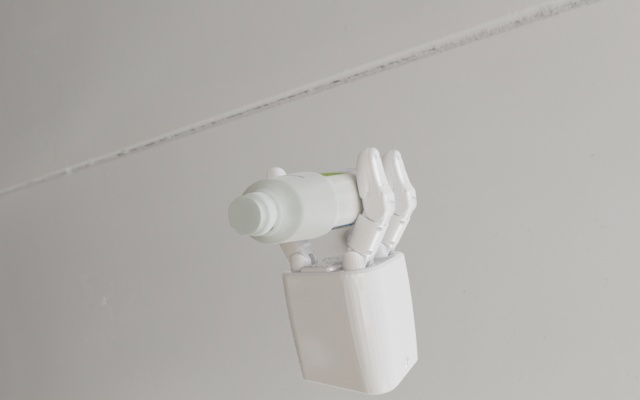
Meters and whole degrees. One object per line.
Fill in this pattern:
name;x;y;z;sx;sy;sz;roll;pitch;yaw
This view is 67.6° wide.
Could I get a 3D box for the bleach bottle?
bleach bottle;0.000;0.001;0.442;0.102;0.068;0.251;-9;0;29
